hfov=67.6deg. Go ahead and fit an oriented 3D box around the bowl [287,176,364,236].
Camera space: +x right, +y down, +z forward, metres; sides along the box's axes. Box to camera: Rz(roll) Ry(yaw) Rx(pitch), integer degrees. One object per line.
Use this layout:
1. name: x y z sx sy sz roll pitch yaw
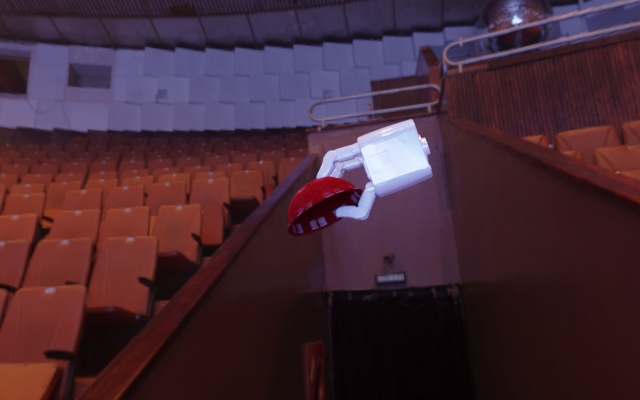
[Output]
1. bowl: -0.001 0.003 0.894 0.162 0.055 0.162 -26 -20 -10
